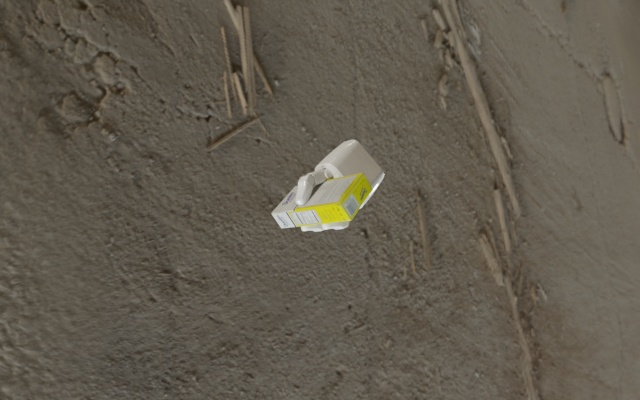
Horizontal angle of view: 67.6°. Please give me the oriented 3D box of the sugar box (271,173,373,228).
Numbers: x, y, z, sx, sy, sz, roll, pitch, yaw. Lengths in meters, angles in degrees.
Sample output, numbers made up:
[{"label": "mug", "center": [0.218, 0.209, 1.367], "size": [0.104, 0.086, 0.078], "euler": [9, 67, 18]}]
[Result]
[{"label": "sugar box", "center": [0.001, 0.003, 0.885], "size": [0.176, 0.048, 0.093], "euler": [-11, 30, 44]}]
